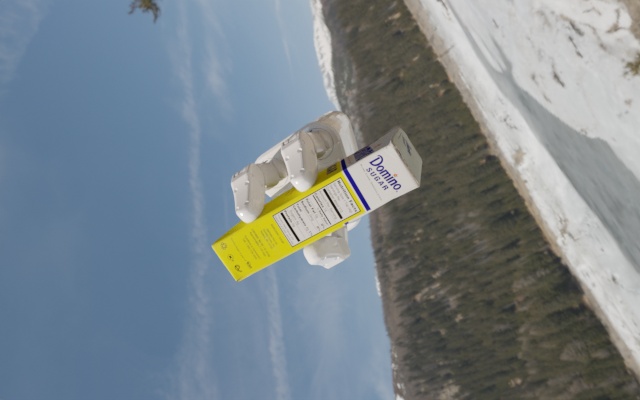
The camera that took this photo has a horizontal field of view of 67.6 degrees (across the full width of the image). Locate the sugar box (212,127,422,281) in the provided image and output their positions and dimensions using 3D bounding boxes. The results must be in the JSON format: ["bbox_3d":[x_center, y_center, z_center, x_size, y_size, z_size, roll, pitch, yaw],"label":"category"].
[{"bbox_3d":[0.000,0.001,0.413,0.176,0.048,0.093,-32,7,19],"label":"sugar box"}]
